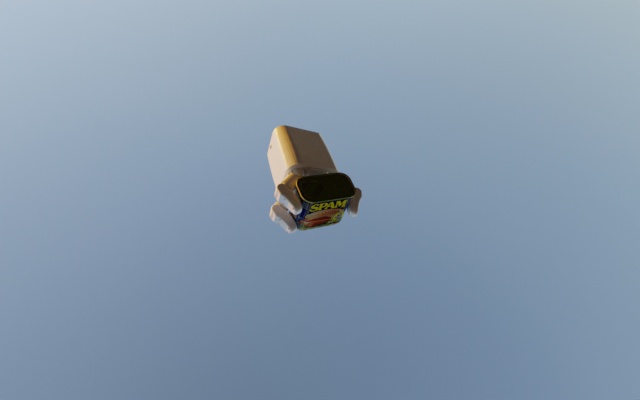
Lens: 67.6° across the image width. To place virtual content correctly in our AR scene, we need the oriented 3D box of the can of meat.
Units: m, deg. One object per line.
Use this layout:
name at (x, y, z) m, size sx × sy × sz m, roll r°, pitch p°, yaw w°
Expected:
can of meat at (0.000, 0.003, 0.831) m, size 0.102 × 0.057 × 0.084 m, roll -8°, pitch -35°, yaw -25°
